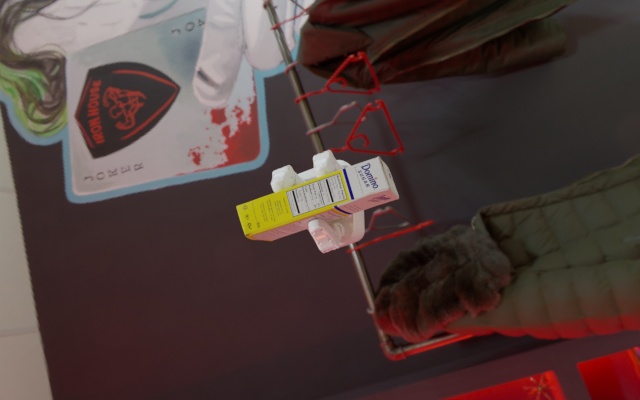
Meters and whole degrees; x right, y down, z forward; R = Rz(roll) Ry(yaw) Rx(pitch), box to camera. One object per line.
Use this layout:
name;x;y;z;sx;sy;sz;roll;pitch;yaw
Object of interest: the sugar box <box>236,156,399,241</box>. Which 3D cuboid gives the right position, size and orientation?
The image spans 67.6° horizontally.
sugar box;0.000;0.001;0.570;0.176;0.048;0.093;-21;-11;11
